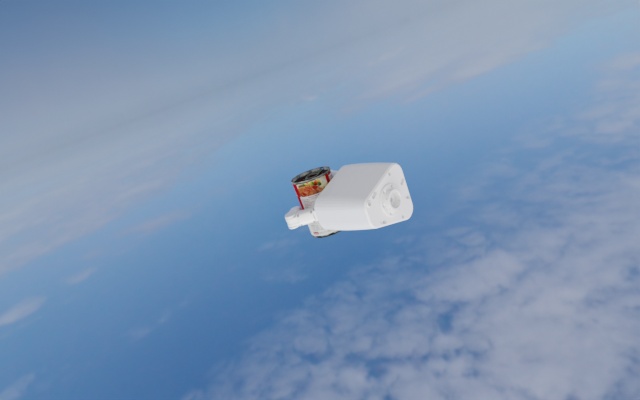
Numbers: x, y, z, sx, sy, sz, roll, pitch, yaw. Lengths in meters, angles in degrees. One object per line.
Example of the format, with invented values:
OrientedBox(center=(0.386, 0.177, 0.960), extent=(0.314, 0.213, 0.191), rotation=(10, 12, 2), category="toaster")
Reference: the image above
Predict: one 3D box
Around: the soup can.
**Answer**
OrientedBox(center=(0.000, 0.003, 0.797), extent=(0.068, 0.102, 0.068), rotation=(-19, 16, 6), category="soup can")
